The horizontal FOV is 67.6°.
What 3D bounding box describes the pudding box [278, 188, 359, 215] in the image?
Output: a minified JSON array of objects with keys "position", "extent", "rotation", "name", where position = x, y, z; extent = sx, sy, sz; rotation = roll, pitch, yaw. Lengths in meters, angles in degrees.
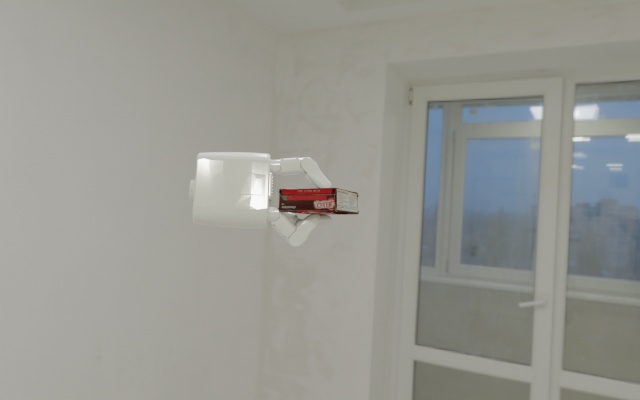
[{"position":[0.000,0.002,0.719],"extent":[0.090,0.039,0.113],"rotation":[1,-1,21],"name":"pudding box"}]
